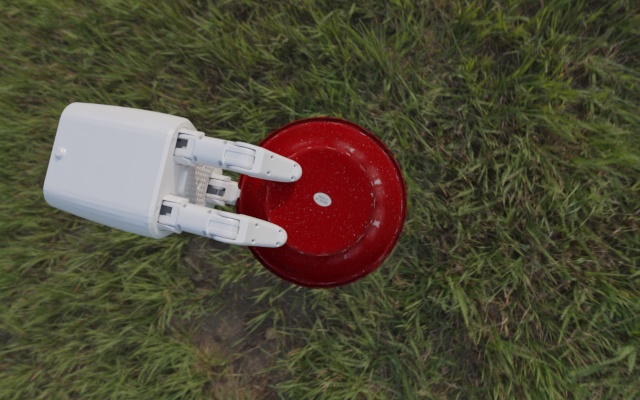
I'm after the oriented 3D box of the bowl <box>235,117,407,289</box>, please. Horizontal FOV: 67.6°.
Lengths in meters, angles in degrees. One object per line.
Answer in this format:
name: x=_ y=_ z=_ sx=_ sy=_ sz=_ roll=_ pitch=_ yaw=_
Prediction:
bowl: x=0.001 y=0.001 z=0.423 sx=0.162 sy=0.162 sz=0.055 roll=0 pitch=-1 yaw=1
